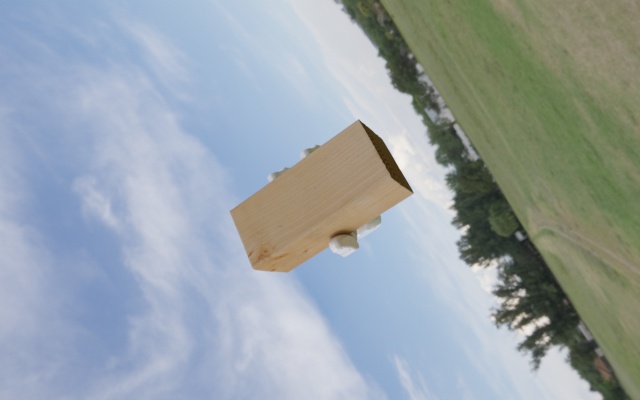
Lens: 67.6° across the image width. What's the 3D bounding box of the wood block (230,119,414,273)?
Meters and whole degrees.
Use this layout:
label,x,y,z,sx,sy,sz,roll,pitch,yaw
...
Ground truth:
label,x,y,z,sx,sy,sz,roll,pitch,yaw
wood block,0.000,0.002,0.610,0.206,0.090,0.090,-34,-24,17
